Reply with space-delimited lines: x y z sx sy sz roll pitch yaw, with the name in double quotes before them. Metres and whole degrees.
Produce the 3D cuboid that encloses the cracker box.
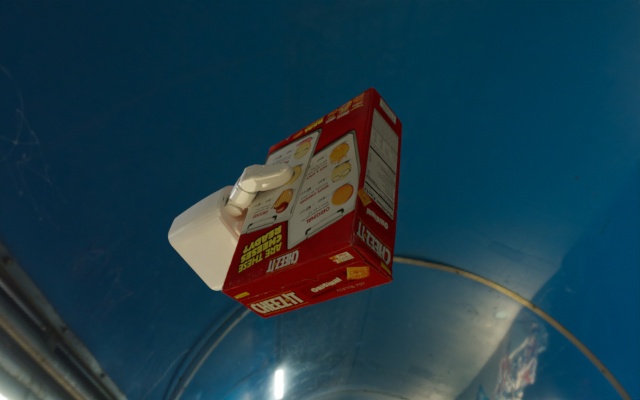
"cracker box" 0.000 0.001 0.504 0.164 0.213 0.072 -25 -52 34
